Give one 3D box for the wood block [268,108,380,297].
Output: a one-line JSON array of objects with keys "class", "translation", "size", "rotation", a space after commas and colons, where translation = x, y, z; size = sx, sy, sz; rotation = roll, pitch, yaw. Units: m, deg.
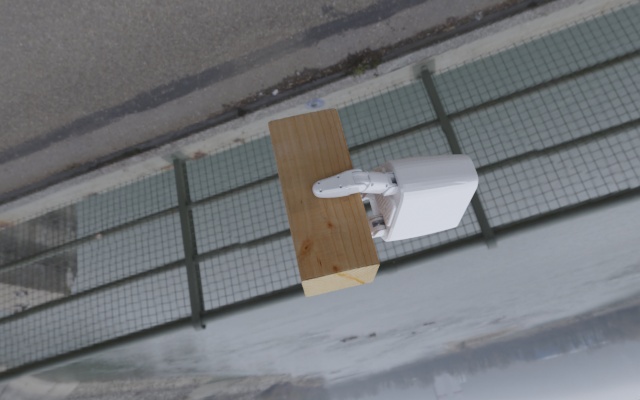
[{"class": "wood block", "translation": [0.001, 0.002, 0.594], "size": [0.090, 0.206, 0.091], "rotation": [-12, -22, -4]}]
